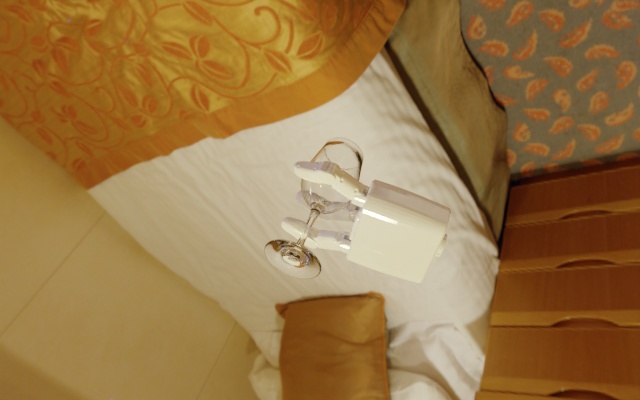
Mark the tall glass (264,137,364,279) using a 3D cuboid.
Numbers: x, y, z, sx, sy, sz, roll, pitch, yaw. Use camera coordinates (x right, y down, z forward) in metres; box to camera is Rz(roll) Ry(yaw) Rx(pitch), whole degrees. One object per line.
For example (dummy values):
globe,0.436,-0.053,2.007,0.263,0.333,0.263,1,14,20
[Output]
tall glass,0.000,0.002,0.636,0.079,0.201,0.079,15,-39,13
